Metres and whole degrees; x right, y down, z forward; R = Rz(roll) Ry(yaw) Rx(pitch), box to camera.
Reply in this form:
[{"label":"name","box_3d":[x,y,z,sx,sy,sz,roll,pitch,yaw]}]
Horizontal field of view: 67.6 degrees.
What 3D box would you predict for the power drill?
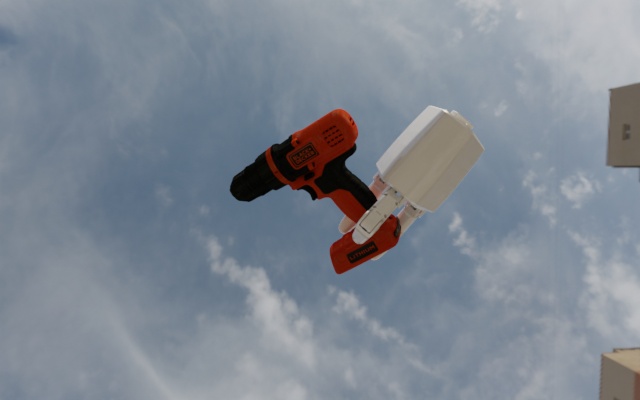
[{"label":"power drill","box_3d":[0.001,0.002,0.608,0.184,0.188,0.057,-29,18,22]}]
